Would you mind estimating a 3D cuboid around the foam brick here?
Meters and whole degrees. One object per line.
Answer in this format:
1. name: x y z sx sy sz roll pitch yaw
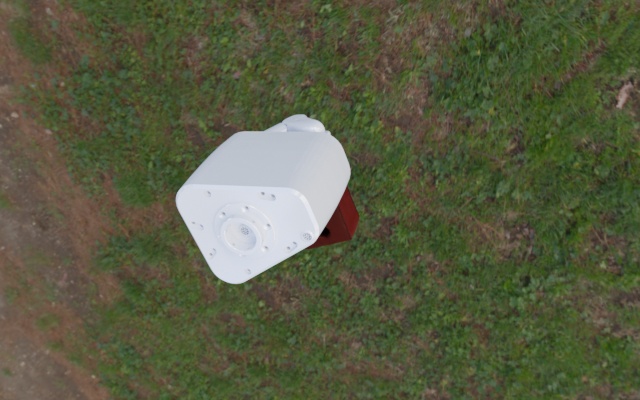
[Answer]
1. foam brick: 0.000 0.002 0.483 0.053 0.078 0.051 -15 23 20
